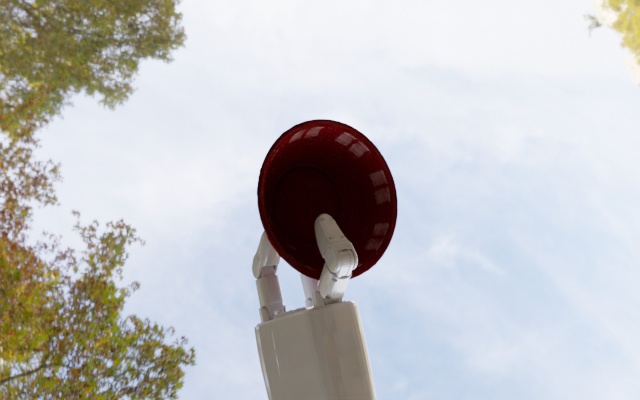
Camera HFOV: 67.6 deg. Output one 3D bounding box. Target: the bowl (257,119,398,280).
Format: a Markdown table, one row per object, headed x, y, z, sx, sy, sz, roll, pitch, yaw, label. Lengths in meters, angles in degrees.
| x | y | z | sx | sy | sz | roll | pitch | yaw | label |
| --- | --- | --- | --- | --- | --- | --- | --- | --- | --- |
| 0.000 | 0.000 | 0.490 | 0.162 | 0.162 | 0.055 | 0 | -7 | -31 | bowl |
